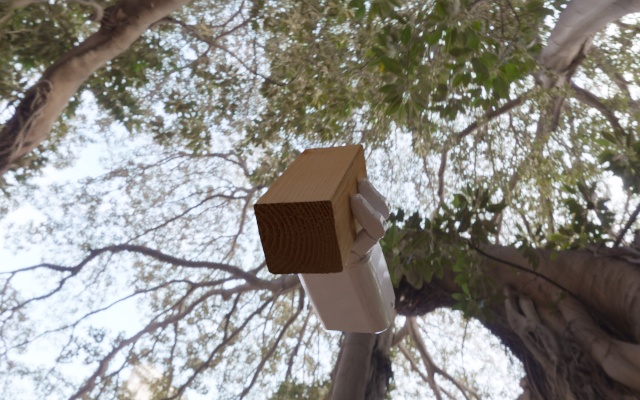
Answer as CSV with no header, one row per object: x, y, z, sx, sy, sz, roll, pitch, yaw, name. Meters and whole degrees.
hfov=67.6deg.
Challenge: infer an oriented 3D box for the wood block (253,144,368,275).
0.000,0.002,0.608,0.091,0.090,0.206,-4,21,16,wood block
